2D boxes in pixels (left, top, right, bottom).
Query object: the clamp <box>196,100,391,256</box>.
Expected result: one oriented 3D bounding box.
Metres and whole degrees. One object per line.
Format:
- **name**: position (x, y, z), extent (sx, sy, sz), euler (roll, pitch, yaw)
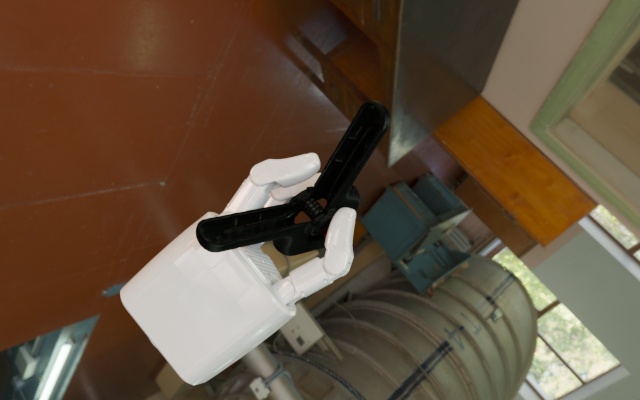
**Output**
- **clamp**: position (0.000, 0.002, 0.422), extent (0.164, 0.036, 0.210), euler (-37, -18, 2)
